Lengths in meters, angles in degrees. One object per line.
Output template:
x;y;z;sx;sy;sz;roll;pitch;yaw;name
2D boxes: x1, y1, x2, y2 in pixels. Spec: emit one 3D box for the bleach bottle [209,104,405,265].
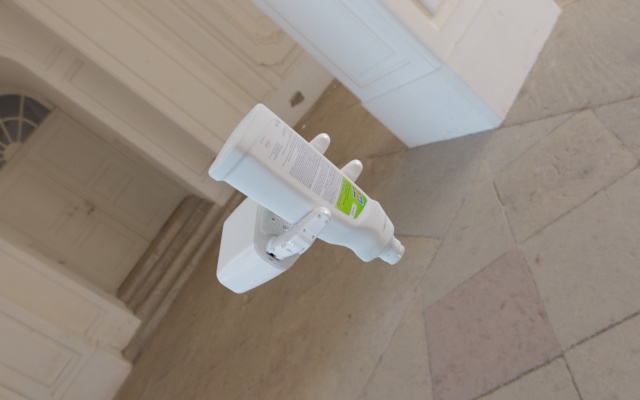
0.000;0.002;0.560;0.251;0.102;0.068;38;-46;-18;bleach bottle
